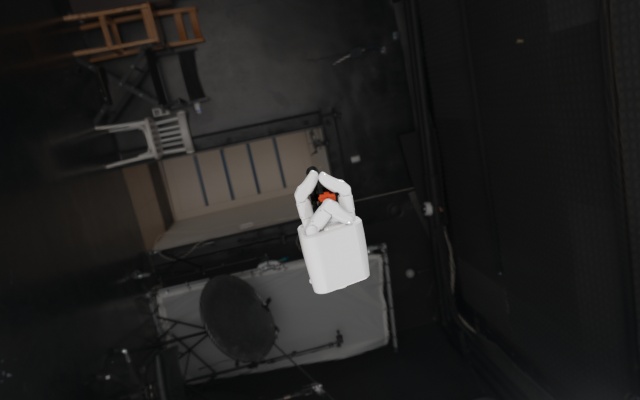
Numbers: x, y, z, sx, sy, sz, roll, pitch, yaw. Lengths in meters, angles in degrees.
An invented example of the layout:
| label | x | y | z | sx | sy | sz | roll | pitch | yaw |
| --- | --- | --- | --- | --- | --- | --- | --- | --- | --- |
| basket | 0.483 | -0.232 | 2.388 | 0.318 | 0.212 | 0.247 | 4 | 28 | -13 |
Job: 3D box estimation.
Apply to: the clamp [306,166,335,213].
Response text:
| label | x | y | z | sx | sy | sz | roll | pitch | yaw |
| --- | --- | --- | --- | --- | --- | --- | --- | --- | --- |
| clamp | 0.001 | 0.003 | 0.898 | 0.039 | 0.120 | 0.171 | -13 | 12 | -5 |
